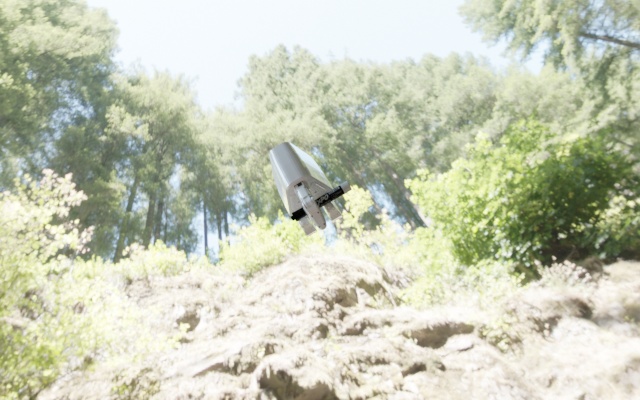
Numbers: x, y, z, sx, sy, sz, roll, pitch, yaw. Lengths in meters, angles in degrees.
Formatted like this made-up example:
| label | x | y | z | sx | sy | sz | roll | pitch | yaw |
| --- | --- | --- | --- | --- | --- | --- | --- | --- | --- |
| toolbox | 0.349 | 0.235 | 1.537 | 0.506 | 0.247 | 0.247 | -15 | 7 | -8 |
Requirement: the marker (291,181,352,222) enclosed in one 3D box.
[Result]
| label | x | y | z | sx | sy | sz | roll | pitch | yaw |
| --- | --- | --- | --- | --- | --- | --- | --- | --- | --- |
| marker | 0.000 | 0.003 | 0.857 | 0.121 | 0.020 | 0.020 | -30 | -1 | 1 |
